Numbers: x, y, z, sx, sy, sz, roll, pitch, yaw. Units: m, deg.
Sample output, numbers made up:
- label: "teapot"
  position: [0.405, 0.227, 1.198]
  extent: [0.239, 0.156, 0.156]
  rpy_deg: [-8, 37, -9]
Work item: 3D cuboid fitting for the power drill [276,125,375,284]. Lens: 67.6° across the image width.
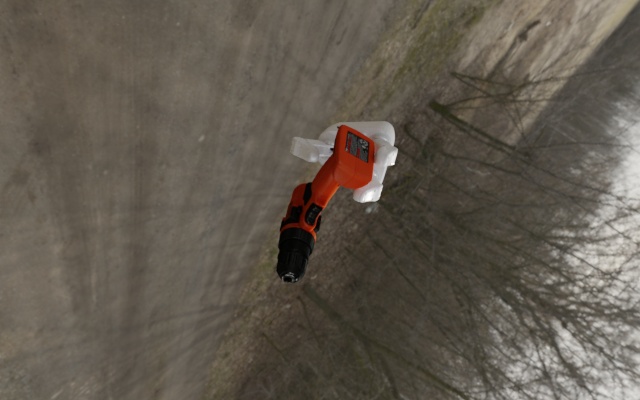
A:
- label: "power drill"
  position: [0.000, 0.002, 0.655]
  extent: [0.057, 0.184, 0.188]
  rpy_deg: [26, -50, -16]
